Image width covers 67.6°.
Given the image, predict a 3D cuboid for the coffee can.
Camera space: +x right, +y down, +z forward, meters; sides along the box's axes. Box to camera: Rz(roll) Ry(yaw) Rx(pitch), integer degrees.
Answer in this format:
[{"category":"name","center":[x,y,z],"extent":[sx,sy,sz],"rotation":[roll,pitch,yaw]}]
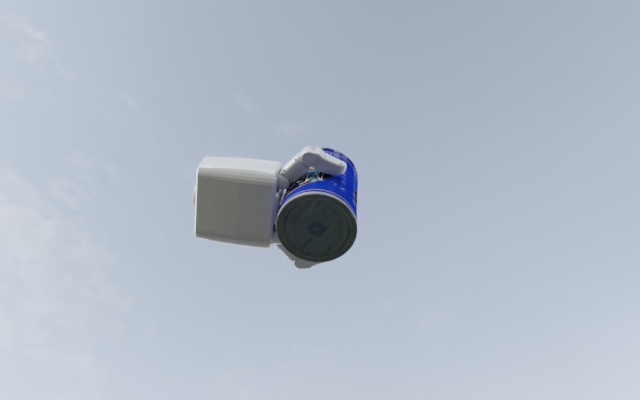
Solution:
[{"category":"coffee can","center":[0.000,0.002,0.656],"extent":[0.103,0.103,0.140],"rotation":[0,30,5]}]
